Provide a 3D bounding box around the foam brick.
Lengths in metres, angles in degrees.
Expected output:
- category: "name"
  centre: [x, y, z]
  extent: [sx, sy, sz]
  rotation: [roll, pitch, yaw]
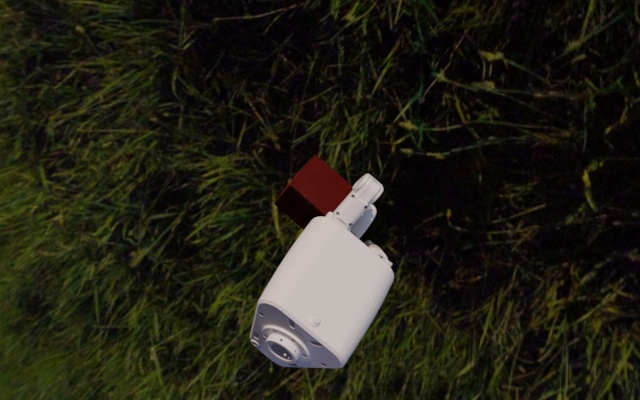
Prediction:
- category: "foam brick"
  centre: [0.000, 0.001, 0.508]
  extent: [0.078, 0.051, 0.053]
  rotation: [41, -30, -4]
